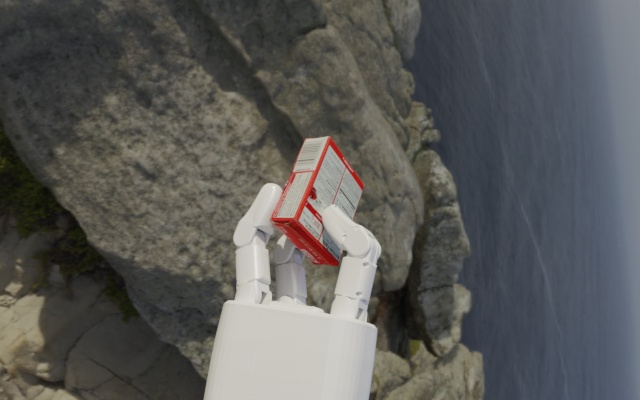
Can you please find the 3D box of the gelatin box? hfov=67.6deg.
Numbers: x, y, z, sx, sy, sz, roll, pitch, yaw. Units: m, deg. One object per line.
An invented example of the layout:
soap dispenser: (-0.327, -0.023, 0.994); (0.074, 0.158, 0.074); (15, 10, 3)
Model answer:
gelatin box: (0.001, 0.001, 0.415); (0.030, 0.089, 0.073); (0, -34, 35)
